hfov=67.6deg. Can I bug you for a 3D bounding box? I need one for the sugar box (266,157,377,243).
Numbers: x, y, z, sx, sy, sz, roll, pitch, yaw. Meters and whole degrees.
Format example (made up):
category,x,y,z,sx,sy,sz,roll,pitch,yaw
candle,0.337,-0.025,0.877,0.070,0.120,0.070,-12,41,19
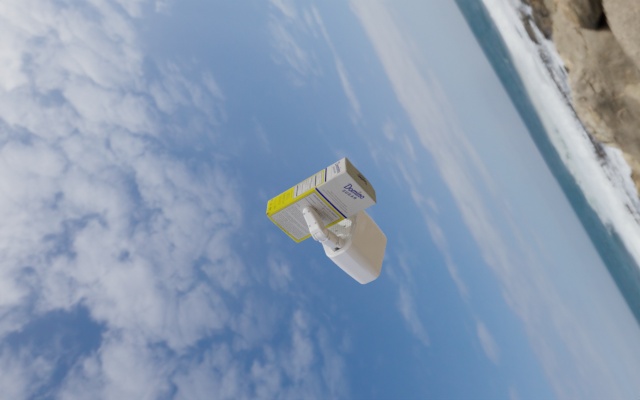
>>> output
category,x,y,z,sx,sy,sz,roll,pitch,yaw
sugar box,0.000,0.003,0.841,0.176,0.048,0.093,-29,-54,24
